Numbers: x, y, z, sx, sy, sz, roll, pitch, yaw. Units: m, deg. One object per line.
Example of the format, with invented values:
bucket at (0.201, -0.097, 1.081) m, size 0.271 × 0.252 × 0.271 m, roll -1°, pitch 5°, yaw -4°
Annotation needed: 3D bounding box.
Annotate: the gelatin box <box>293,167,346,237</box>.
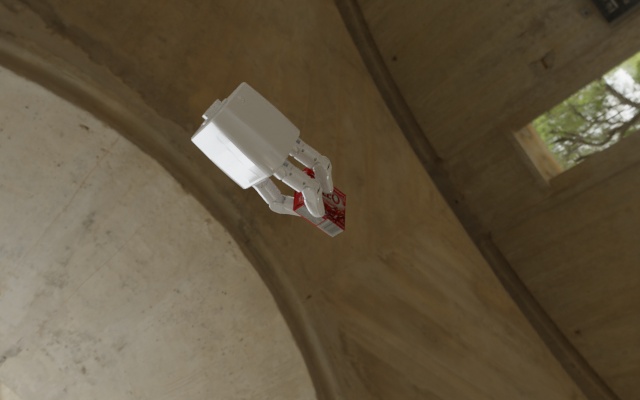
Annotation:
gelatin box at (0.000, 0.003, 0.728) m, size 0.030 × 0.073 × 0.089 m, roll -31°, pitch -53°, yaw 33°
